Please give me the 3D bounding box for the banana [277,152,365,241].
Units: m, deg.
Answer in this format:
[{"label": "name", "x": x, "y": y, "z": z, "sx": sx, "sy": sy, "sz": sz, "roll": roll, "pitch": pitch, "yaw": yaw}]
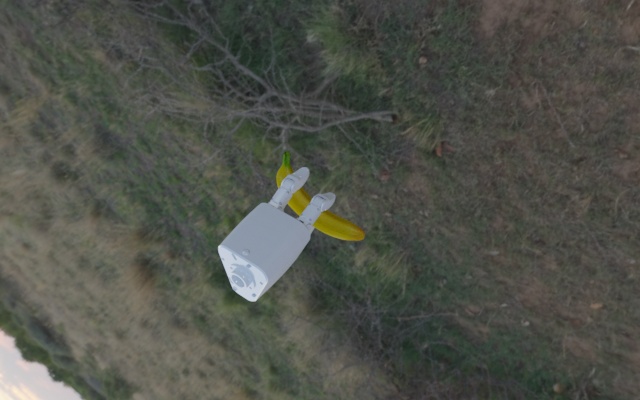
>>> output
[{"label": "banana", "x": -0.012, "y": 0.009, "z": 0.821, "sx": 0.037, "sy": 0.198, "sz": 0.070, "roll": -45, "pitch": 0, "yaw": -44}]
